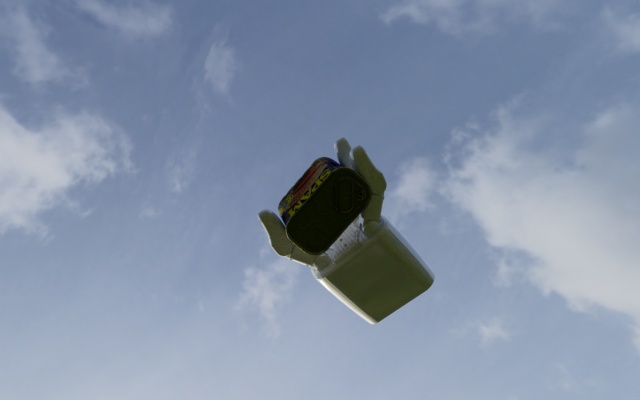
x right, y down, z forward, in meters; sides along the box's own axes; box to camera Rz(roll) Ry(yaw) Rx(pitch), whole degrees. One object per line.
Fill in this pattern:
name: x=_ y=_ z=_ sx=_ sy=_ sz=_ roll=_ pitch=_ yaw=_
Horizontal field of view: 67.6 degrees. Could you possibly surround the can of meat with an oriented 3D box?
can of meat: x=0.000 y=0.002 z=0.553 sx=0.057 sy=0.102 sz=0.084 roll=41 pitch=3 yaw=-21
